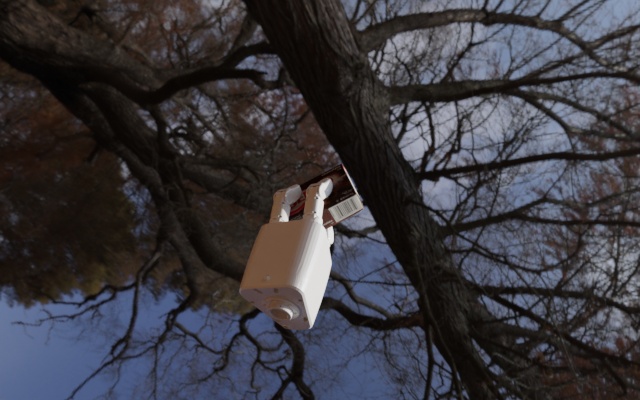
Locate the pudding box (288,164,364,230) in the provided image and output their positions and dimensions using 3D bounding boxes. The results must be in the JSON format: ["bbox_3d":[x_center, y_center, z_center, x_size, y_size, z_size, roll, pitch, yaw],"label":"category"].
[{"bbox_3d":[0.000,0.003,0.725,0.113,0.039,0.090,-26,37,4],"label":"pudding box"}]
